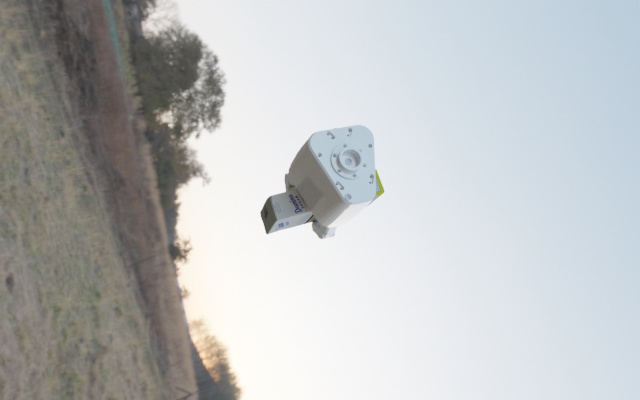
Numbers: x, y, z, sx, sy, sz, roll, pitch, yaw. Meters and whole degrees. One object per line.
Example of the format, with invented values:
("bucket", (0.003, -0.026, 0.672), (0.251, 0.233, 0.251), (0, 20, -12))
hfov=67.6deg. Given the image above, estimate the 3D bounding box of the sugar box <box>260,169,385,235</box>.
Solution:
("sugar box", (0.000, 0.002, 0.739), (0.176, 0.048, 0.093), (-12, -13, -19))
